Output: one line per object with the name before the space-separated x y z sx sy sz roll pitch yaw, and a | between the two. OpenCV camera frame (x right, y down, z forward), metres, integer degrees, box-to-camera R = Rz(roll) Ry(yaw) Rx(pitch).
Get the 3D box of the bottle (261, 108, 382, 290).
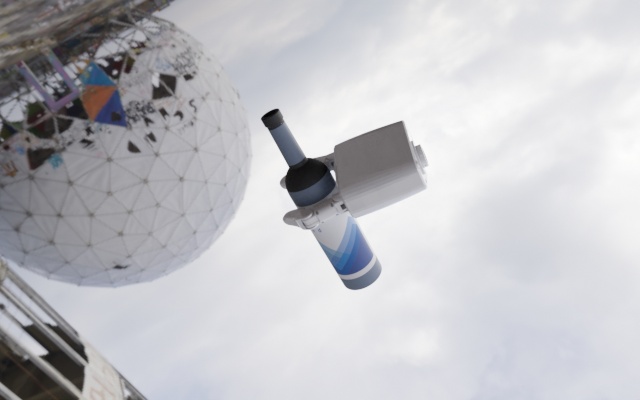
bottle | 0.000 0.002 0.681 0.069 0.296 0.069 -23 27 13
